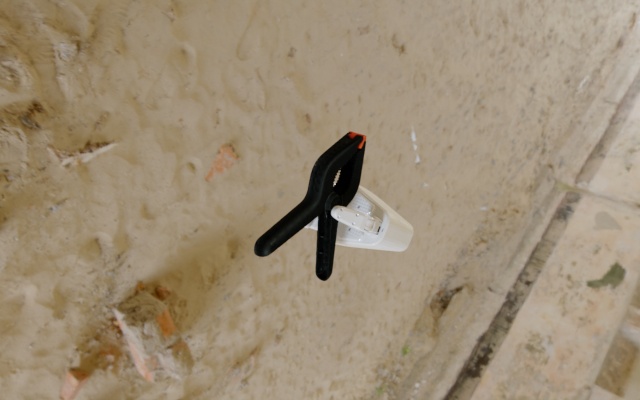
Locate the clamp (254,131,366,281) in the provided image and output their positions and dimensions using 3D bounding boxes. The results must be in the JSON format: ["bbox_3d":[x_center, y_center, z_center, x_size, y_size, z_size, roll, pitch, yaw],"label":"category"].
[{"bbox_3d":[0.001,0.002,0.628,0.036,0.210,0.164,23,1,35],"label":"clamp"}]
